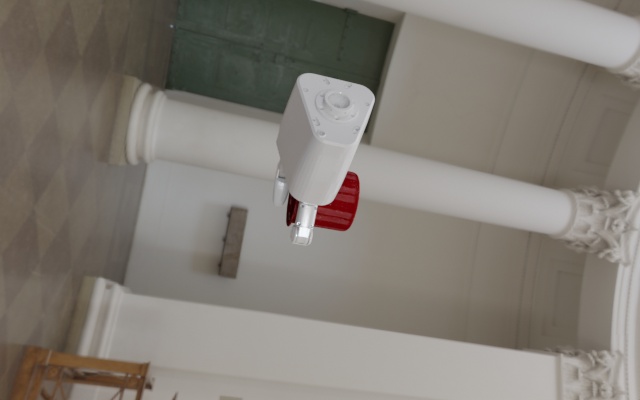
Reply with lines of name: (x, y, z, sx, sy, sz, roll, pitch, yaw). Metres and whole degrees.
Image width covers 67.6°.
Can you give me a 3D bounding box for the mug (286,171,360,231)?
mug: (0.000, 0.003, 0.647, 0.081, 0.093, 0.117, 10, -36, -10)
